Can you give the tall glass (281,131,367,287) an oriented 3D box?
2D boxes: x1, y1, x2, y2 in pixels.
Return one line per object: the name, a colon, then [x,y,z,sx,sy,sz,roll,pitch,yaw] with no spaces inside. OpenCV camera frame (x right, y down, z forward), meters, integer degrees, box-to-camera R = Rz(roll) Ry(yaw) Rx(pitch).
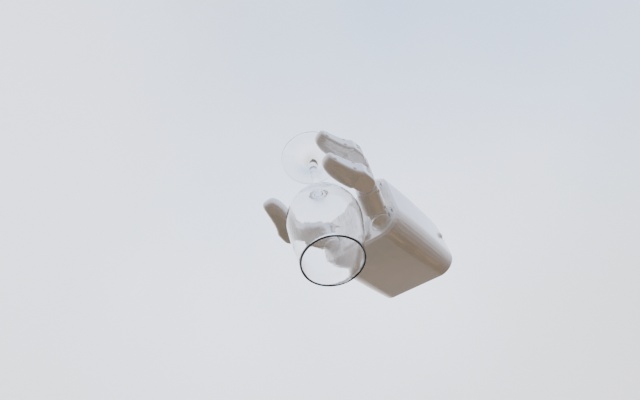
tall glass: [0.000,0.001,0.516,0.079,0.079,0.201,0,33,-8]
